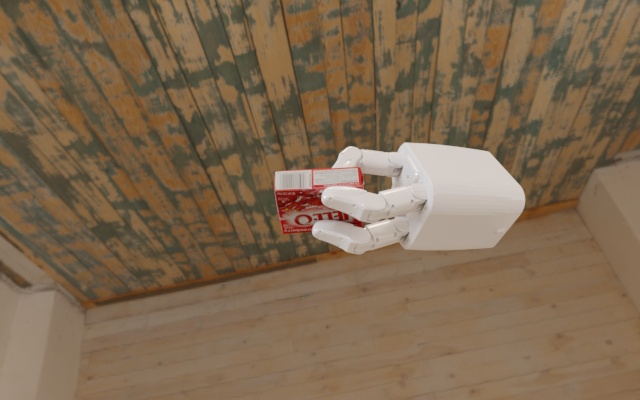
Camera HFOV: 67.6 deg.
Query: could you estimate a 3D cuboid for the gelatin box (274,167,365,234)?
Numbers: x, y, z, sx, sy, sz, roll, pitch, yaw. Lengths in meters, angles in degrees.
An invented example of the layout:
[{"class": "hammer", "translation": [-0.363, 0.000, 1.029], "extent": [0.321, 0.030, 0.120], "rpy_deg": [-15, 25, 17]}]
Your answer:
[{"class": "gelatin box", "translation": [0.000, 0.001, 0.496], "extent": [0.089, 0.030, 0.073], "rpy_deg": [-3, -39, 1]}]
